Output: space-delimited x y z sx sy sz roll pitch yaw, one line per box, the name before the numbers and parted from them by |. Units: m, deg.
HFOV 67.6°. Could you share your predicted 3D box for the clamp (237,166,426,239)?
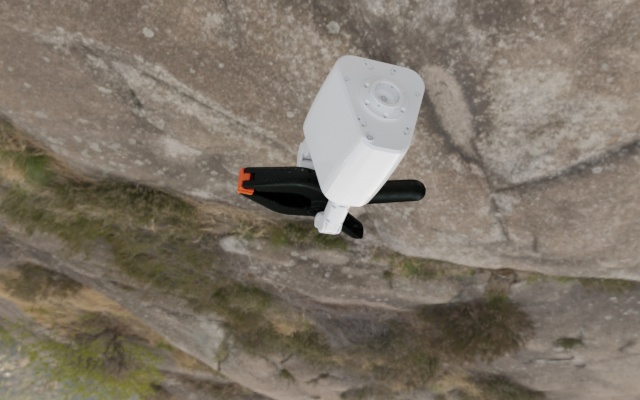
clamp | 0.000 0.002 0.591 0.210 0.036 0.165 9 -27 -14
